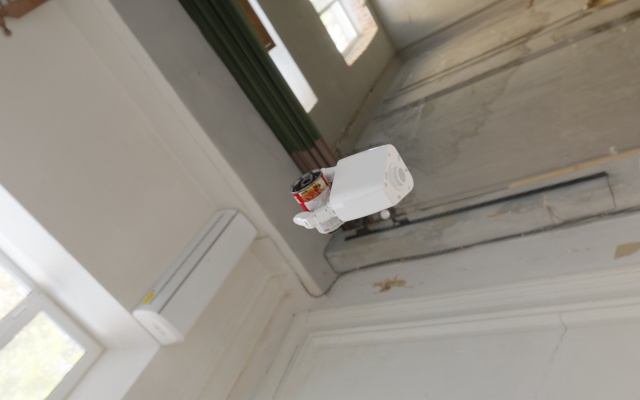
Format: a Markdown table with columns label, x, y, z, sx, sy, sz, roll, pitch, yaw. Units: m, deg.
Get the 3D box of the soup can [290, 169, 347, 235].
| label | x | y | z | sx | sy | sz | roll | pitch | yaw |
| --- | --- | --- | --- | --- | --- | --- | --- | --- | --- |
| soup can | 0.000 | 0.003 | 0.868 | 0.068 | 0.102 | 0.068 | -29 | 22 | 13 |
